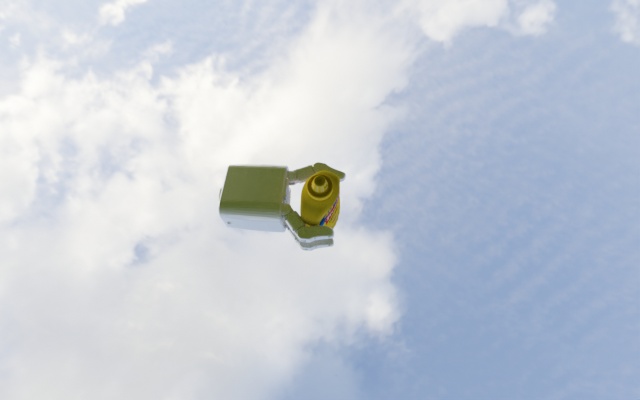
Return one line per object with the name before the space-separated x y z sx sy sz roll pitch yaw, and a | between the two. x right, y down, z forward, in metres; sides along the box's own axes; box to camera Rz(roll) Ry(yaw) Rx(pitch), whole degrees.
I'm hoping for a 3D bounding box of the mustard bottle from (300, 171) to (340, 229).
mustard bottle | 0.000 0.003 0.806 0.058 0.096 0.192 26 -17 11
